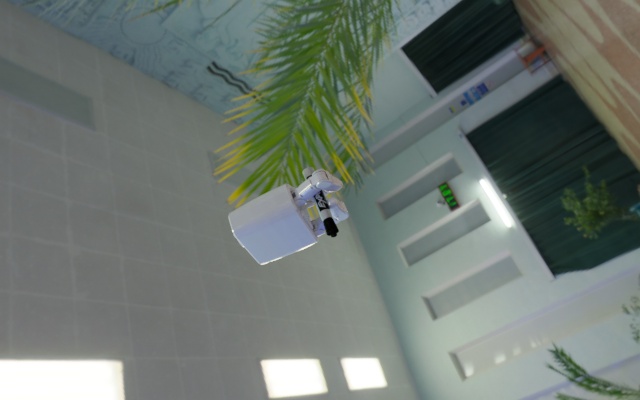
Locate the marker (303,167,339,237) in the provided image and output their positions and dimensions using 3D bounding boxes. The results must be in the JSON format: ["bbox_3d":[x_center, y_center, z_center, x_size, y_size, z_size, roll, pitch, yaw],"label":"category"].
[{"bbox_3d":[0.000,0.002,0.720,0.020,0.121,0.020,-17,-28,-9],"label":"marker"}]
